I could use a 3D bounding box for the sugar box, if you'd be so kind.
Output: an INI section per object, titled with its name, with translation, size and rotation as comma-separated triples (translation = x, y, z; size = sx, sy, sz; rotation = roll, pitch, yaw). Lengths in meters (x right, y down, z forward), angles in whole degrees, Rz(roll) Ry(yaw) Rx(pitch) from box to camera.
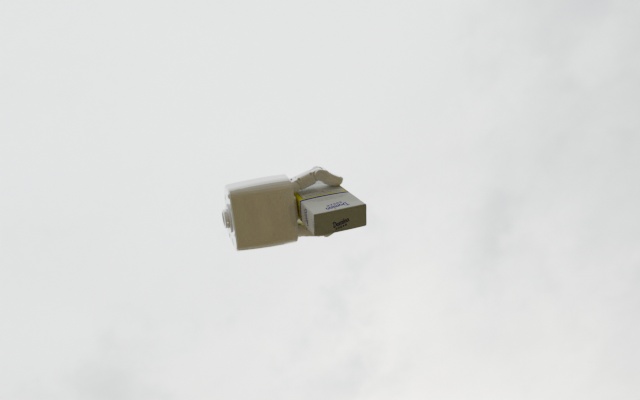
[sugar box]
translation = 0.000, 0.003, 0.821
size = 0.093, 0.048, 0.176
rotation = -11, 26, -19
